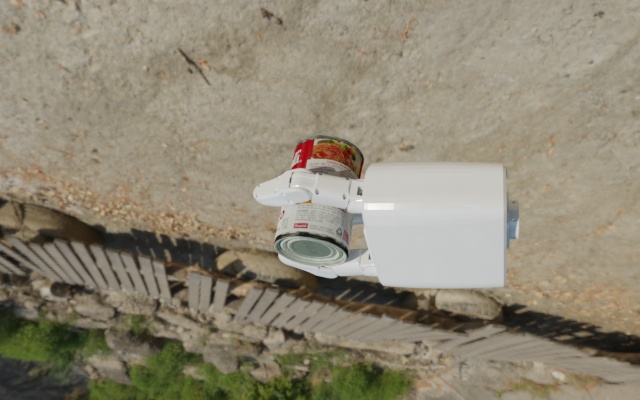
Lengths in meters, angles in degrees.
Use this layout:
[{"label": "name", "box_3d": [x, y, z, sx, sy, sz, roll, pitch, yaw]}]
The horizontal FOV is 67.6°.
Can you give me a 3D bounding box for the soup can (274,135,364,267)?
[{"label": "soup can", "box_3d": [0.000, 0.002, 0.435, 0.068, 0.102, 0.068, 8, -28, 4]}]
